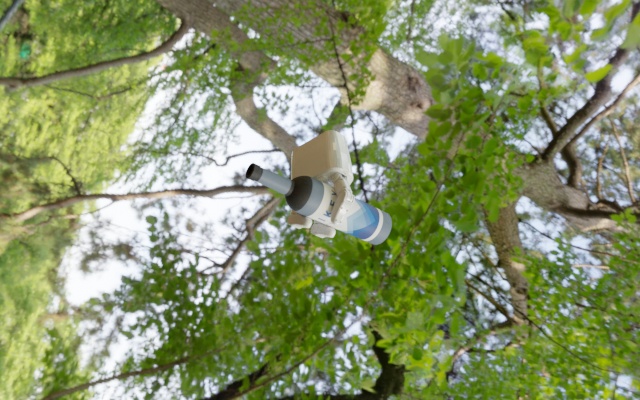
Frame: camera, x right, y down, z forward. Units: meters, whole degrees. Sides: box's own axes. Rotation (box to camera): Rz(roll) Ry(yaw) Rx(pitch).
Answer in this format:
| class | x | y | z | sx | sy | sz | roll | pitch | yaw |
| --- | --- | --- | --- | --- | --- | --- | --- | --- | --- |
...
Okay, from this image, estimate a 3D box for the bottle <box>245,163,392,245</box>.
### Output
| class | x | y | z | sx | sy | sz | roll | pitch | yaw |
| --- | --- | --- | --- | --- | --- | --- | --- | --- | --- |
| bottle | 0.000 | 0.003 | 0.846 | 0.296 | 0.069 | 0.069 | 24 | -13 | -32 |
